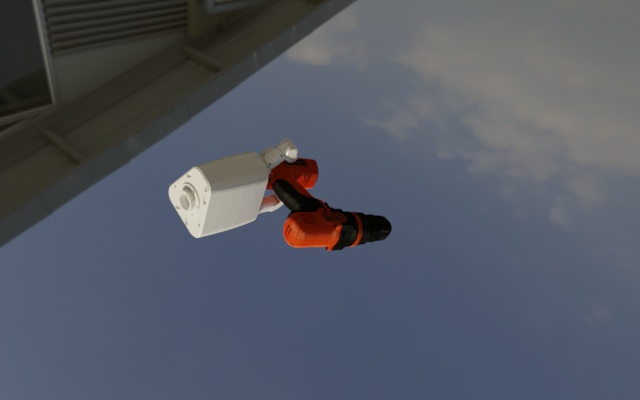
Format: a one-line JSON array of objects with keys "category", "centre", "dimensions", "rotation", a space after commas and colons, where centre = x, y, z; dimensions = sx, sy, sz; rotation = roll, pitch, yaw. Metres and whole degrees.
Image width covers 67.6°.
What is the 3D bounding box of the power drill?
[{"category": "power drill", "centre": [0.000, 0.002, 0.743], "dimensions": [0.184, 0.057, 0.187], "rotation": [2, 33, -36]}]
